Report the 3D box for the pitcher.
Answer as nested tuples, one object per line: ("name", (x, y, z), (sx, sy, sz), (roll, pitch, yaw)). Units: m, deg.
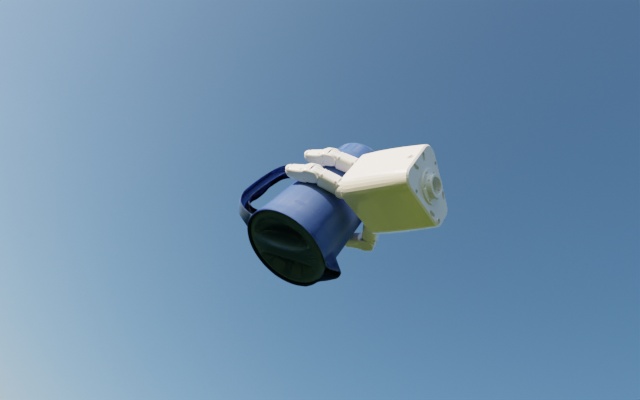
("pitcher", (0.000, 0.002, 0.746), (0.145, 0.149, 0.242), (-7, 27, 41))
